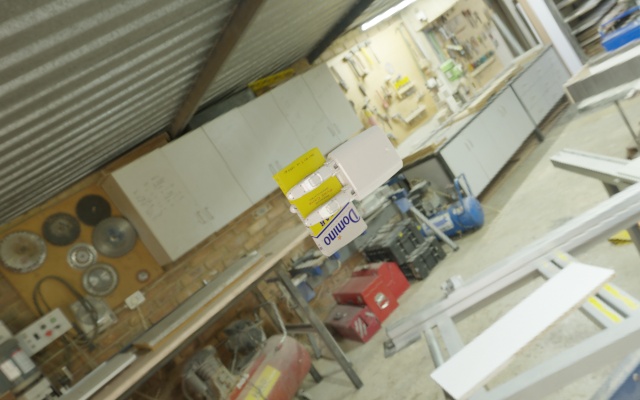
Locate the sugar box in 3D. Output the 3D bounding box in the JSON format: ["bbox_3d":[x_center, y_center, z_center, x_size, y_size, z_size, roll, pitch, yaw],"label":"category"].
[{"bbox_3d":[0.000,0.003,0.858,0.093,0.176,0.048,-35,7,-12],"label":"sugar box"}]
